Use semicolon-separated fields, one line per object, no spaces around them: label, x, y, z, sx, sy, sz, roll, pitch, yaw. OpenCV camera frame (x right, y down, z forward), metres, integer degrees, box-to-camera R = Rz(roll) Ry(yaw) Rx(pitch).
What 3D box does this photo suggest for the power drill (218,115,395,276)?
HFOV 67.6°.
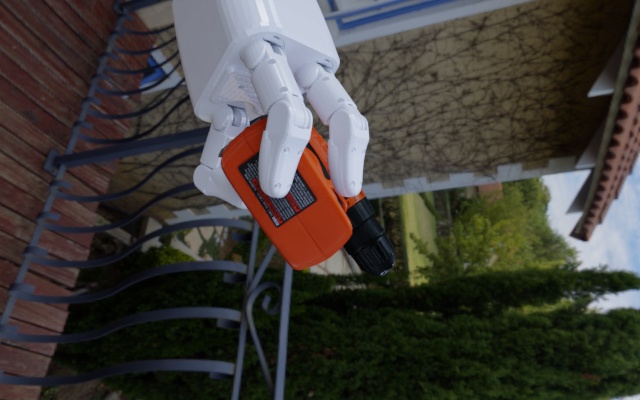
power drill;0.000;0.001;0.407;0.057;0.184;0.187;-37;-2;10
